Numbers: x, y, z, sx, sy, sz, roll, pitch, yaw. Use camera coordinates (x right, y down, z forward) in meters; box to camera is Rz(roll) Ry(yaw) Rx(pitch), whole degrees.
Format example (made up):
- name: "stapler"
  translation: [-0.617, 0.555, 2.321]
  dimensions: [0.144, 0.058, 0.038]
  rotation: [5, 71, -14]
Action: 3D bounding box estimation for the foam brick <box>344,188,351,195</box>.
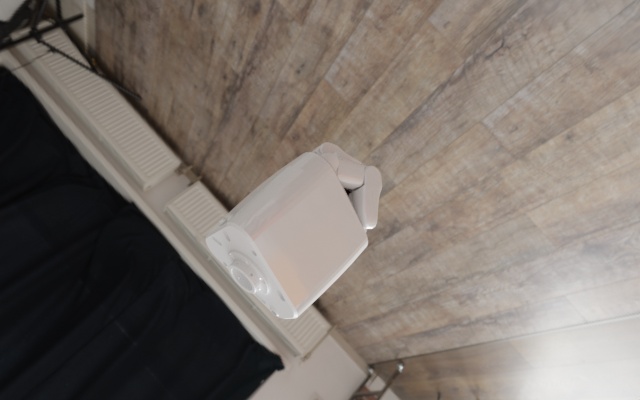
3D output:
- name: "foam brick"
  translation: [0.000, 0.002, 0.526]
  dimensions: [0.051, 0.053, 0.078]
  rotation: [-44, 10, -32]
